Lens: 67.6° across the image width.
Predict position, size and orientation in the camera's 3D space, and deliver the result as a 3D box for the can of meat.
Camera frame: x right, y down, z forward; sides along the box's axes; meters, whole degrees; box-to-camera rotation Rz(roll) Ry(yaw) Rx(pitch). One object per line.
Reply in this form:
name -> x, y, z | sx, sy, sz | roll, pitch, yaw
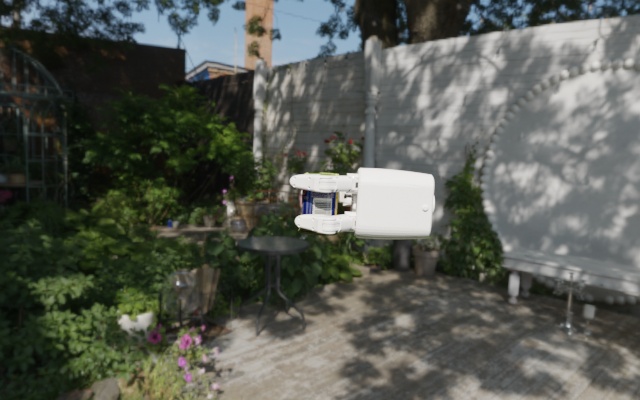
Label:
can of meat -> 0.000, 0.002, 0.711 | 0.057, 0.084, 0.102 | 3, 6, 2
